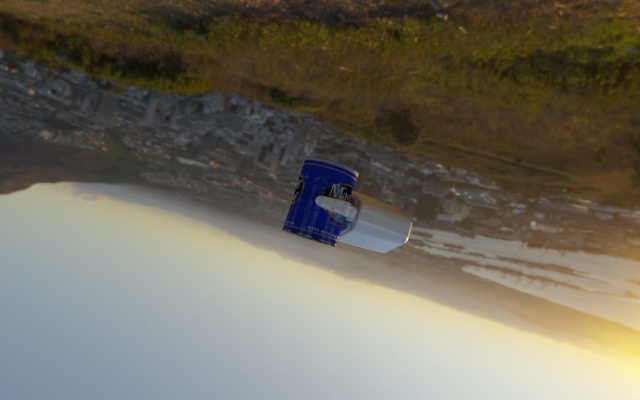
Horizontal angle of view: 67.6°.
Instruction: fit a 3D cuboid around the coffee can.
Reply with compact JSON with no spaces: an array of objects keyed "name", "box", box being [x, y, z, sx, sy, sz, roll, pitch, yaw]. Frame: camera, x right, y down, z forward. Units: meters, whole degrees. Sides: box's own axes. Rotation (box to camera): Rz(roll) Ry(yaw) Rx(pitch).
[{"name":"coffee can","box":[0.000,0.003,0.867,0.103,0.140,0.103,17,-6,2]}]
